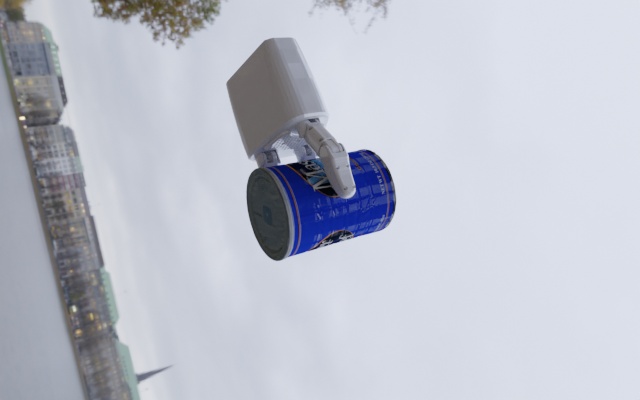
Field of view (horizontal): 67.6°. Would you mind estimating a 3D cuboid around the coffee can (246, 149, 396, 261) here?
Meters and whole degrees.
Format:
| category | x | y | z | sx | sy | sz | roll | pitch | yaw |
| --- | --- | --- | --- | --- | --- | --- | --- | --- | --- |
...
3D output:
| category | x | y | z | sx | sy | sz | roll | pitch | yaw |
| --- | --- | --- | --- | --- | --- | --- | --- | --- | --- |
| coffee can | 0.000 | 0.002 | 0.547 | 0.140 | 0.103 | 0.103 | -13 | 7 | -30 |
